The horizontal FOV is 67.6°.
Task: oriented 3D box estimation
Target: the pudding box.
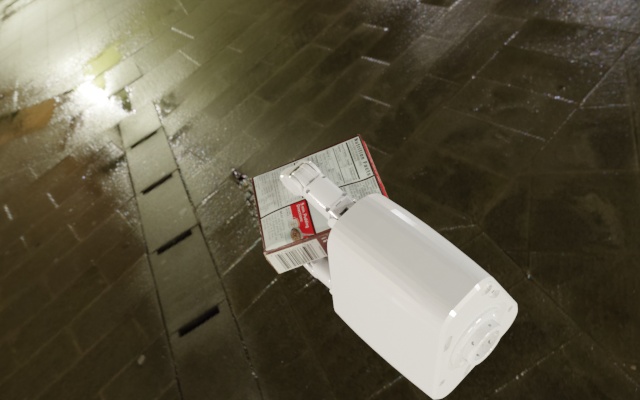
[{"bbox_3d":[0.000,0.001,0.421,0.113,0.090,0.039,-20,-39,5],"label":"pudding box"}]
